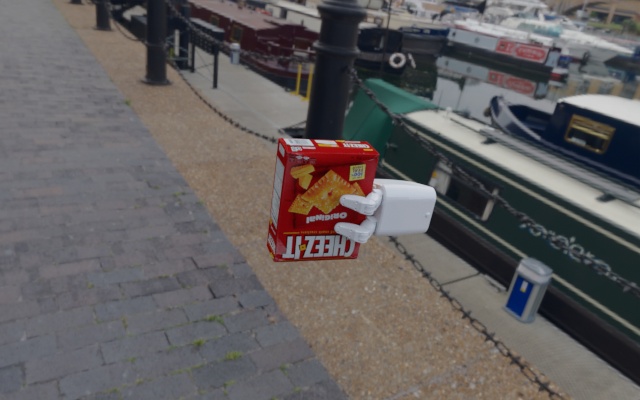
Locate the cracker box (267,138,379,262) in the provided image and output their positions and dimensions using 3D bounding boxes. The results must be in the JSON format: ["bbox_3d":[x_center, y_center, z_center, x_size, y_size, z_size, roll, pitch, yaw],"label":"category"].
[{"bbox_3d":[0.000,0.003,0.842,0.164,0.214,0.072,0,26,-18],"label":"cracker box"}]
